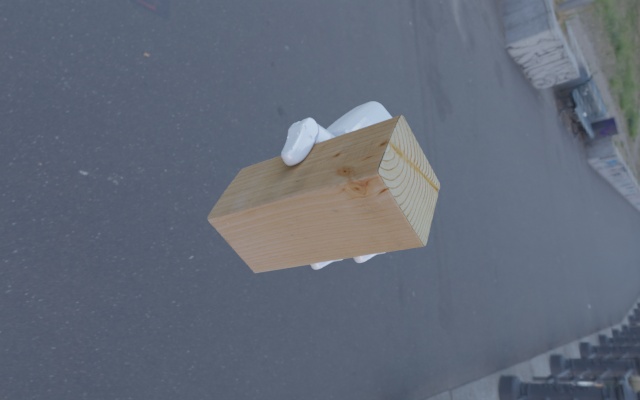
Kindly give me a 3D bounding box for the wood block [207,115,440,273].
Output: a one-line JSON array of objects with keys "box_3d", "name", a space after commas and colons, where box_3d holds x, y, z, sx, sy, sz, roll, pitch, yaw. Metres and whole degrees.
[{"box_3d": [0.000, 0.001, 0.481, 0.206, 0.091, 0.090, -15, 33, 35], "name": "wood block"}]
